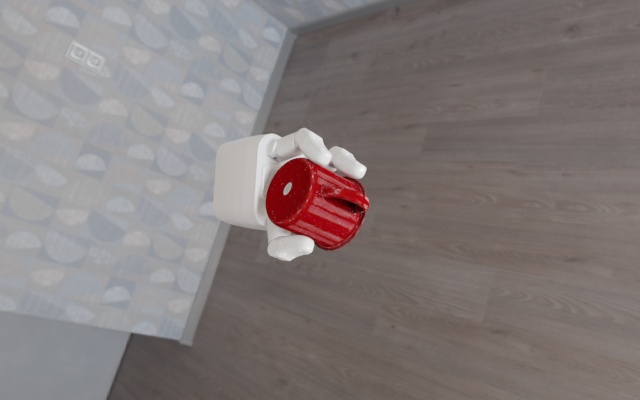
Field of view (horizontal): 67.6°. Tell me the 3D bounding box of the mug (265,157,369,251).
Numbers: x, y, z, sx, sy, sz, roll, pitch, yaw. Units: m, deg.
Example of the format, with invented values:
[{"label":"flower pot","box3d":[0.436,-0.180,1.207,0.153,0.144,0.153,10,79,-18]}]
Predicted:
[{"label":"mug","box3d":[0.001,0.002,0.534,0.081,0.093,0.117,25,-18,-40]}]
